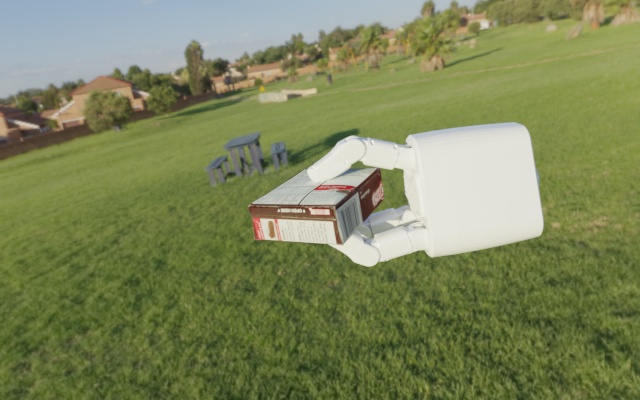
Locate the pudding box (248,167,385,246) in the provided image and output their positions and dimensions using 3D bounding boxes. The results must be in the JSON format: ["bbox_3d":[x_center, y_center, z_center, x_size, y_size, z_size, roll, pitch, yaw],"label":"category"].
[{"bbox_3d":[0.000,0.001,0.453,0.090,0.039,0.113,0,19,28],"label":"pudding box"}]
